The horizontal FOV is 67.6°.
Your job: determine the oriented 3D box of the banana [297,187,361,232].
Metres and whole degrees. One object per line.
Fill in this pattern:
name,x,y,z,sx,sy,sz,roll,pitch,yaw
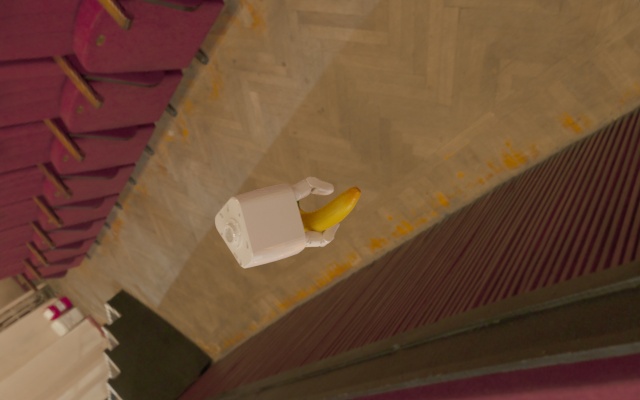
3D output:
banana,-0.003,0.021,0.822,0.037,0.069,0.198,11,-12,-35
